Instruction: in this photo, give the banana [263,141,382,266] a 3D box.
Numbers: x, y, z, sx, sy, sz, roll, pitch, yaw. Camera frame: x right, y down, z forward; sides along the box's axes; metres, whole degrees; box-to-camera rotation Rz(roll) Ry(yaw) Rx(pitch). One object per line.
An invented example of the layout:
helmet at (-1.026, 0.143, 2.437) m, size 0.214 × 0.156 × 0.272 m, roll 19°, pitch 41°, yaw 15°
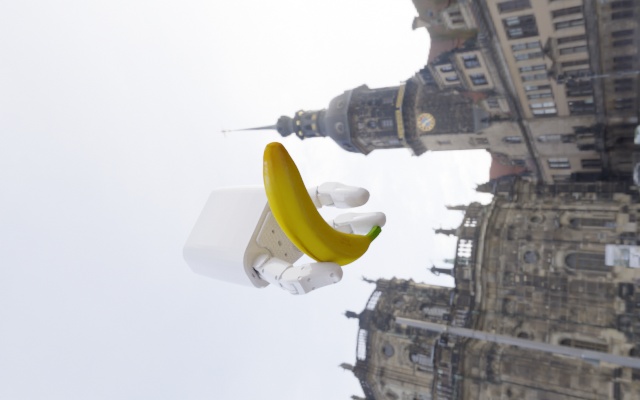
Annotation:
banana at (-0.003, 0.020, 0.462) m, size 0.037 × 0.069 × 0.198 m, roll 3°, pitch -23°, yaw 36°
